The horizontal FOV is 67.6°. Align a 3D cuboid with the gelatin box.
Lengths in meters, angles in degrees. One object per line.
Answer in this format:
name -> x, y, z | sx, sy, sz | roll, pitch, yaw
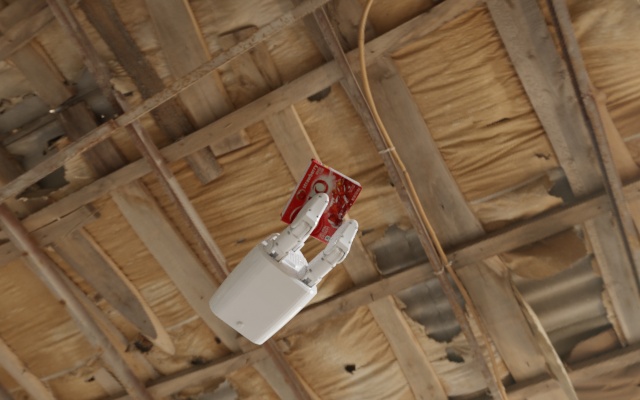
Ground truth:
gelatin box -> 0.000, 0.002, 0.612 | 0.073, 0.089, 0.030 | 28, 10, -10
